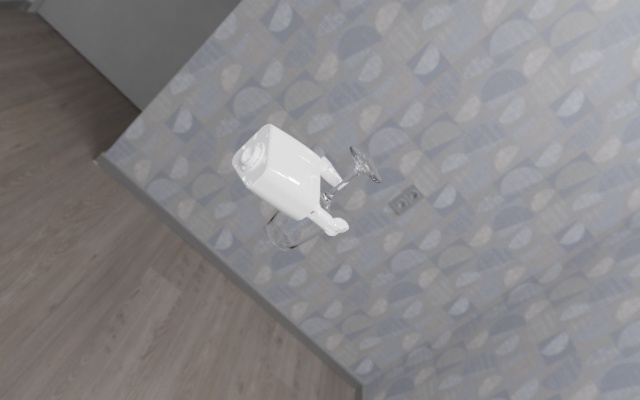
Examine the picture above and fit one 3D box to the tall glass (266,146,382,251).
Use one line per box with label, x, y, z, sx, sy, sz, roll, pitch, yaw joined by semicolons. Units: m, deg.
tall glass;0.001;0.002;0.785;0.201;0.079;0.079;-40;-17;21
